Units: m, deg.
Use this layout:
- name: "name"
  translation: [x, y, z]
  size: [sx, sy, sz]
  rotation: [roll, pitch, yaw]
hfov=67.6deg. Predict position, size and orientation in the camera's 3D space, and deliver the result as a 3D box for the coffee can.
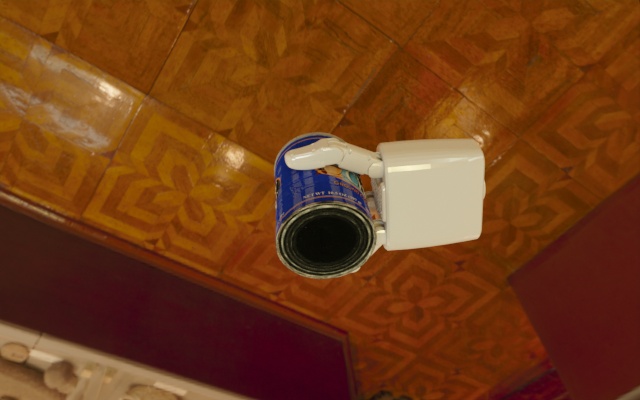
- name: "coffee can"
  translation: [0.000, 0.002, 0.534]
  size: [0.103, 0.103, 0.140]
  rotation: [0, 36, -6]
